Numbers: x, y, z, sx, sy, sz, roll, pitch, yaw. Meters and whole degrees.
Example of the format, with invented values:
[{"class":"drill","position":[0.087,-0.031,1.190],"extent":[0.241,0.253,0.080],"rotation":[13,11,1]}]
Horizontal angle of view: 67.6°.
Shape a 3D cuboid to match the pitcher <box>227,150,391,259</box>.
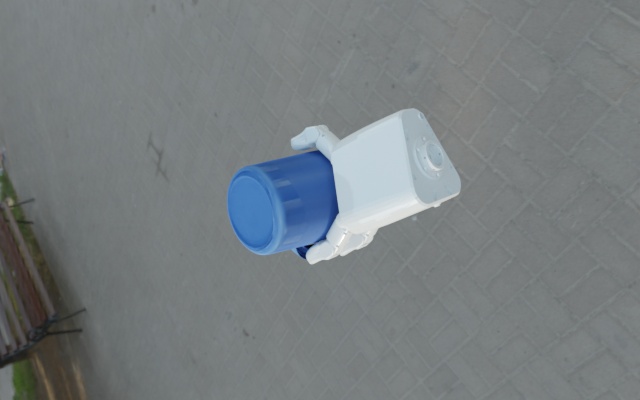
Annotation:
[{"class":"pitcher","position":[0.000,0.002,0.642],"extent":[0.243,0.149,0.145],"rotation":[-14,-6,-44]}]
